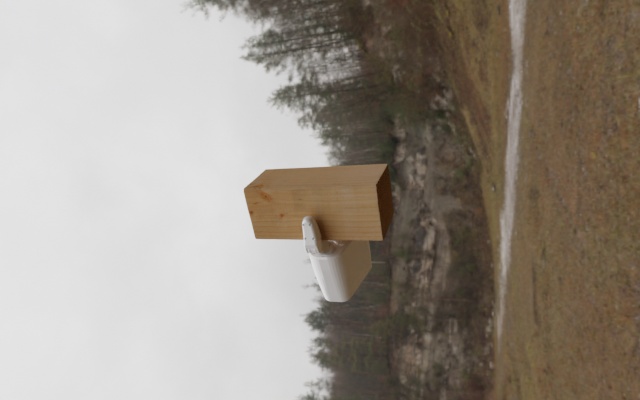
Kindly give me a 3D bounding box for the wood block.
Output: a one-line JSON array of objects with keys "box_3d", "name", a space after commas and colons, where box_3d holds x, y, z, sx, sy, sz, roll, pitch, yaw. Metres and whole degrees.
[{"box_3d": [0.000, 0.003, 0.738, 0.206, 0.090, 0.090, -1, 24, 20], "name": "wood block"}]
